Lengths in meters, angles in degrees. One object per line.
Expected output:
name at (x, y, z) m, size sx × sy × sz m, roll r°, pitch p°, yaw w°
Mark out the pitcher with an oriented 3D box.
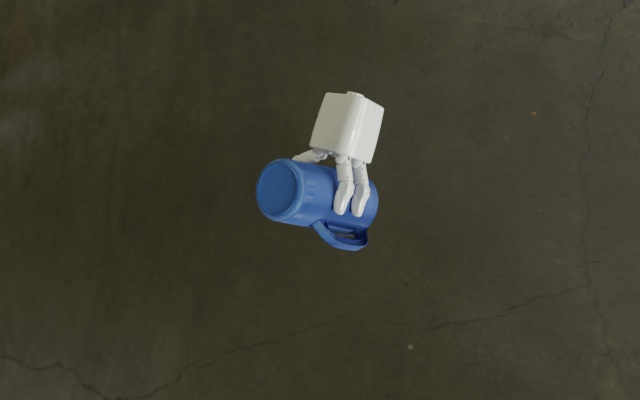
pitcher at (0.000, 0.003, 0.892) m, size 0.149 × 0.145 × 0.243 m, roll 21°, pitch 6°, yaw 35°
